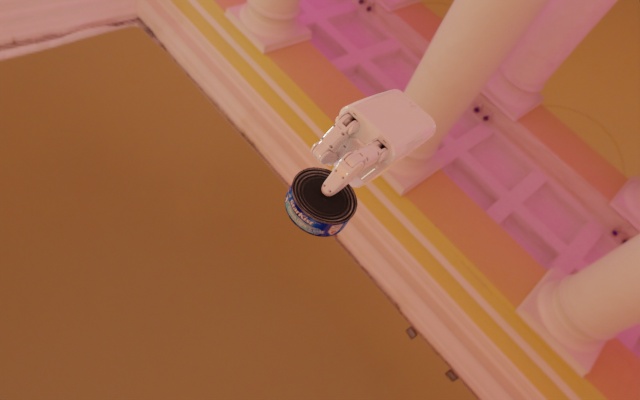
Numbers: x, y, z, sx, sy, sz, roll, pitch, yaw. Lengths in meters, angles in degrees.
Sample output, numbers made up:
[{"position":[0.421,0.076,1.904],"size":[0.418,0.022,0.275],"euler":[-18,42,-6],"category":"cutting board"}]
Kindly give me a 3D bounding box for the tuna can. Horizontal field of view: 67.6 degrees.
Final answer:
[{"position":[0.000,0.002,0.591],"size":[0.086,0.086,0.034],"euler":[0,-36,-27],"category":"tuna can"}]
